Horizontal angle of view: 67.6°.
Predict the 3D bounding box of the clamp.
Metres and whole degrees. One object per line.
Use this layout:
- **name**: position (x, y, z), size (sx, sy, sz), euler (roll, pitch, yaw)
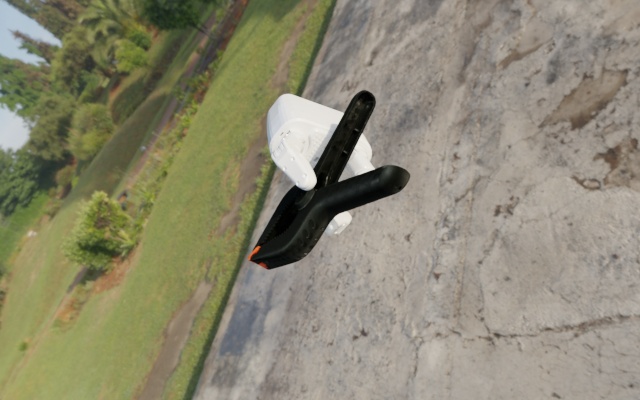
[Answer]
- **clamp**: position (-0.001, 0.001, 0.463), size (0.036, 0.210, 0.164), euler (32, 20, -24)
